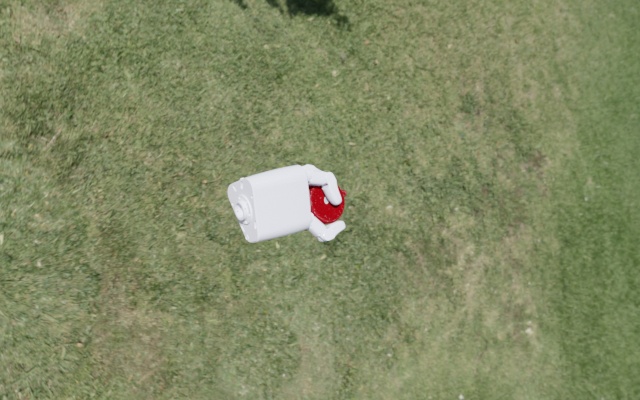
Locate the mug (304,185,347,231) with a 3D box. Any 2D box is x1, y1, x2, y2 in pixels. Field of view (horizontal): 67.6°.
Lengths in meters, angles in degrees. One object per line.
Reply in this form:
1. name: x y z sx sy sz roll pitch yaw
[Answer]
1. mug: 0.001 0.003 0.892 0.117 0.093 0.081 -17 2 -36
